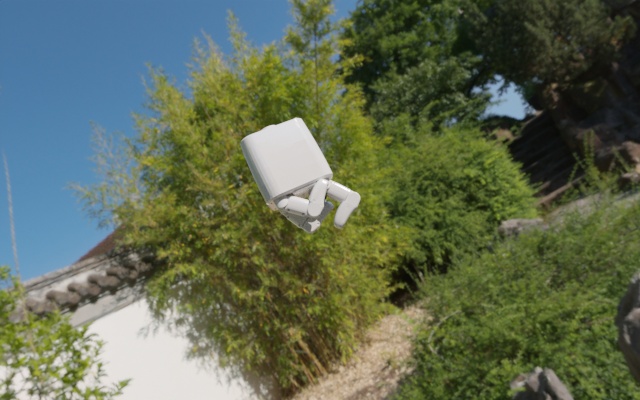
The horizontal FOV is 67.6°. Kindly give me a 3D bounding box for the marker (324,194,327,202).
[{"bbox_3d":[0.000,0.003,0.786,0.020,0.020,0.121,0,-10,0],"label":"marker"}]
